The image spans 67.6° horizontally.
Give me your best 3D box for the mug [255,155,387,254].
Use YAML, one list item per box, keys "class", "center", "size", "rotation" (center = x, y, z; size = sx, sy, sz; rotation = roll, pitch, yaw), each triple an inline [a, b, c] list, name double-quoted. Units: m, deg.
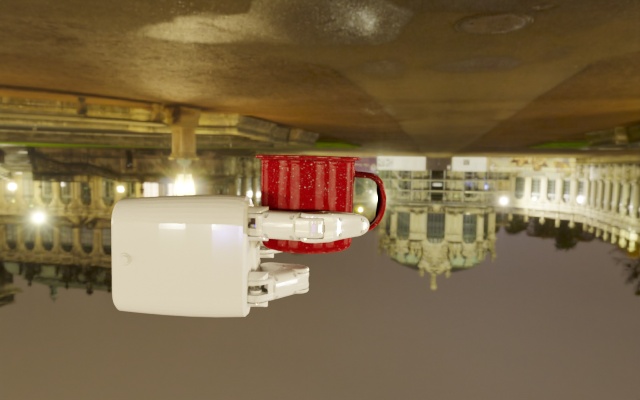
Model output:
- class: "mug"
  center: [0.002, 0.002, 0.428]
  size: [0.117, 0.081, 0.093]
  rotation: [1, 4, 0]
